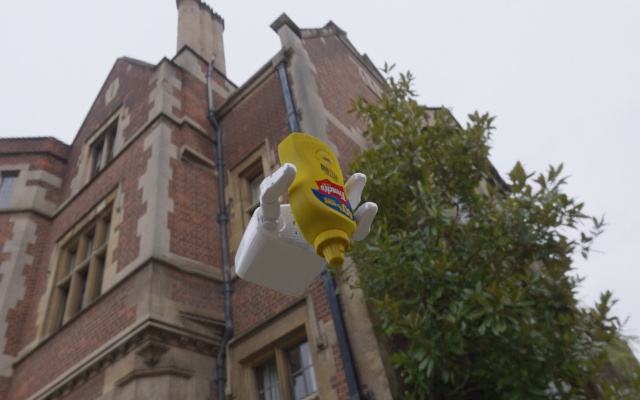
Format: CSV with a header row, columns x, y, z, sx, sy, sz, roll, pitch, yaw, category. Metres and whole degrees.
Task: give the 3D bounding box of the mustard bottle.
x,y,z,sx,sy,sz,roll,pitch,yaw,category
0.000,0.002,0.606,0.058,0.191,0.096,-37,-47,24,mustard bottle
